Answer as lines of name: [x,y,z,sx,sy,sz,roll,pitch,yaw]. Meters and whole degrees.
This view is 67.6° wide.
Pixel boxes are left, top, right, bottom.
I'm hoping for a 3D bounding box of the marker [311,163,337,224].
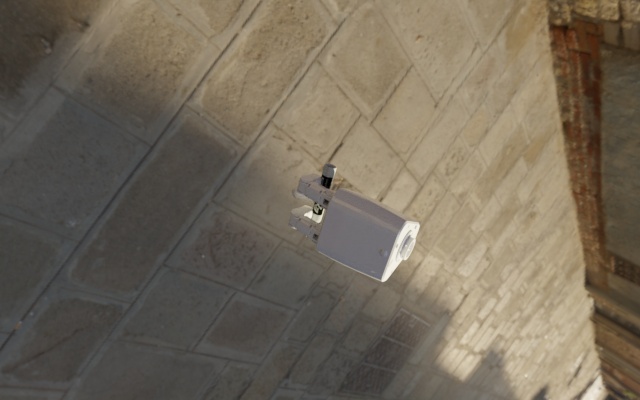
marker: [0.000,0.002,0.729,0.020,0.121,0.020,13,22,-6]
